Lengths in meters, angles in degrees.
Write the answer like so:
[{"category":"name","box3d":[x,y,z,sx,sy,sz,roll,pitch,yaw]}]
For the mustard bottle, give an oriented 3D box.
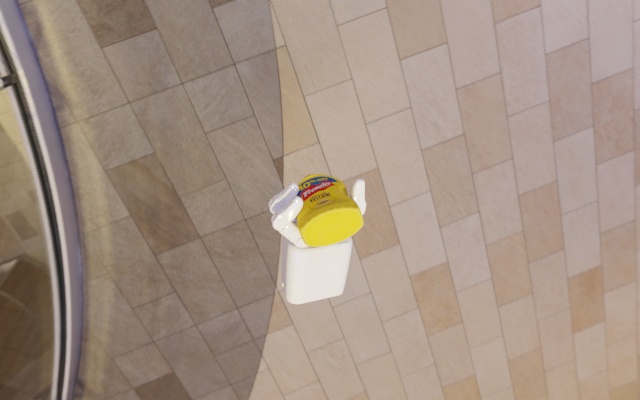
[{"category":"mustard bottle","box3d":[0.000,0.002,0.781,0.096,0.058,0.191,-21,26,-2]}]
